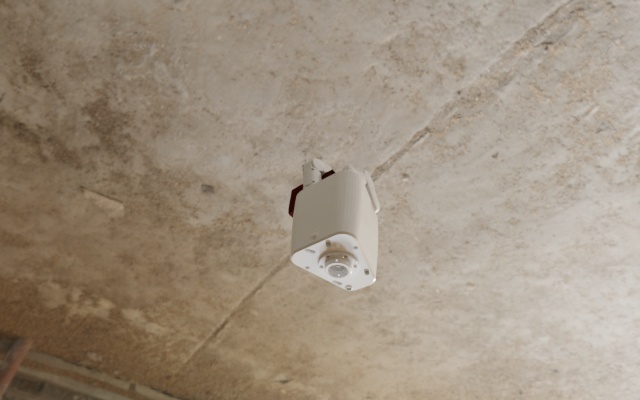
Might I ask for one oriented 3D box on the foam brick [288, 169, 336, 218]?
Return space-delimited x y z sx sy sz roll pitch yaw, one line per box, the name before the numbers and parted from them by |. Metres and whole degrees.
foam brick | 0.000 0.002 0.687 0.078 0.051 0.053 -26 -53 27
